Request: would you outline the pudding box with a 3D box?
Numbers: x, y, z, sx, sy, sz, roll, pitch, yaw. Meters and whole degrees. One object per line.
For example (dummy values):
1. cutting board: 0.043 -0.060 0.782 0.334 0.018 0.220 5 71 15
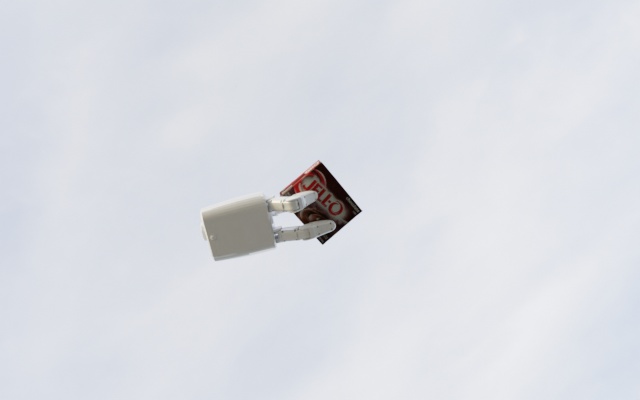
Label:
1. pudding box: 0.000 0.003 0.798 0.090 0.113 0.039 -40 16 3
